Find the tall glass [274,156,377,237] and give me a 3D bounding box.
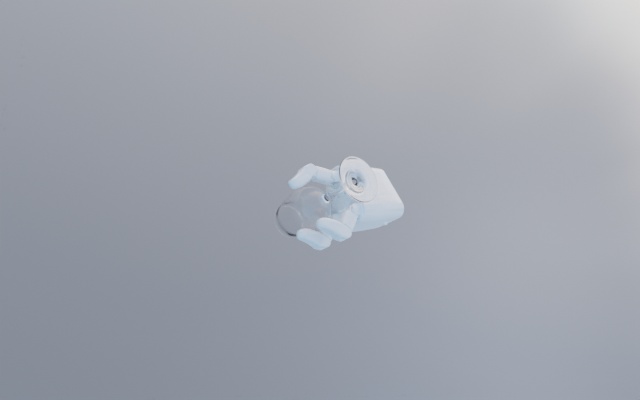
[{"bbox_3d":[0.000,0.002,0.785,0.079,0.079,0.201,0,-20,-38],"label":"tall glass"}]
